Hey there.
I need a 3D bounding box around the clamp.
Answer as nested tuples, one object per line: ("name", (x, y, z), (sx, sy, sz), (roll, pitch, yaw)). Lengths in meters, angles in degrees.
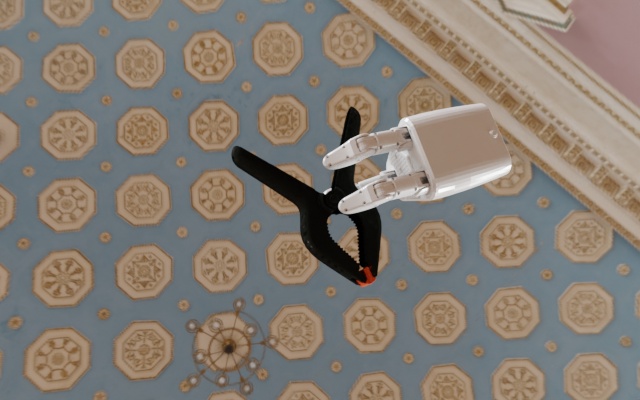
("clamp", (0.000, 0.002, 0.545), (0.164, 0.210, 0.036), (-15, -13, -15))
